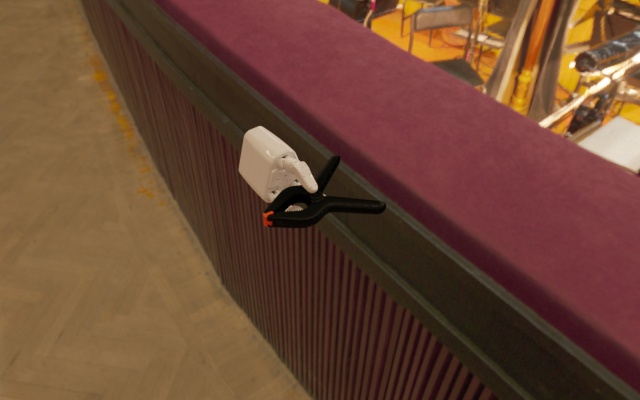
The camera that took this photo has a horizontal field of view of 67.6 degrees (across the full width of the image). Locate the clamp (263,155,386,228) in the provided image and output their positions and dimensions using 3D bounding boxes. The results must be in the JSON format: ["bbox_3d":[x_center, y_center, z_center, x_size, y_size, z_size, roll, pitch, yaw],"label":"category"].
[{"bbox_3d":[0.000,0.002,0.847,0.210,0.036,0.164,-28,51,-26],"label":"clamp"}]
